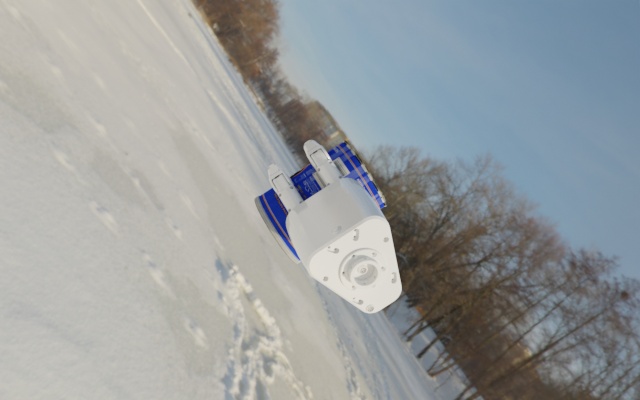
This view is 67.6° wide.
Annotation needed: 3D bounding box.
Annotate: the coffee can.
[{"bbox_3d":[0.000,0.002,0.624,0.140,0.103,0.103,-33,-1,1],"label":"coffee can"}]
